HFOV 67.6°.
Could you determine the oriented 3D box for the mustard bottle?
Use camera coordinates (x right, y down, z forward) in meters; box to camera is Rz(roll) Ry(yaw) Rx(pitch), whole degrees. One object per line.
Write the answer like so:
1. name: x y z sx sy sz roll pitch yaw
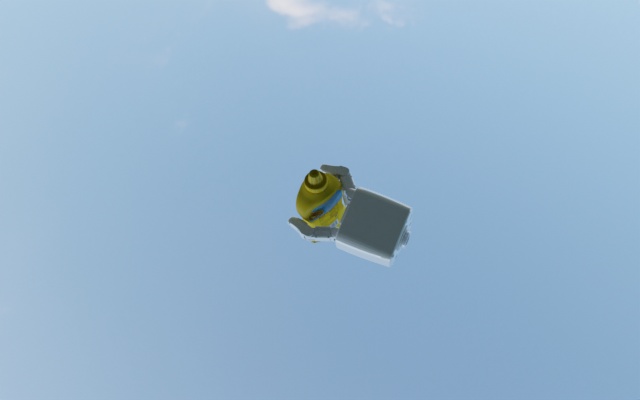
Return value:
1. mustard bottle: 0.000 0.003 0.889 0.096 0.058 0.192 -37 -28 -14
